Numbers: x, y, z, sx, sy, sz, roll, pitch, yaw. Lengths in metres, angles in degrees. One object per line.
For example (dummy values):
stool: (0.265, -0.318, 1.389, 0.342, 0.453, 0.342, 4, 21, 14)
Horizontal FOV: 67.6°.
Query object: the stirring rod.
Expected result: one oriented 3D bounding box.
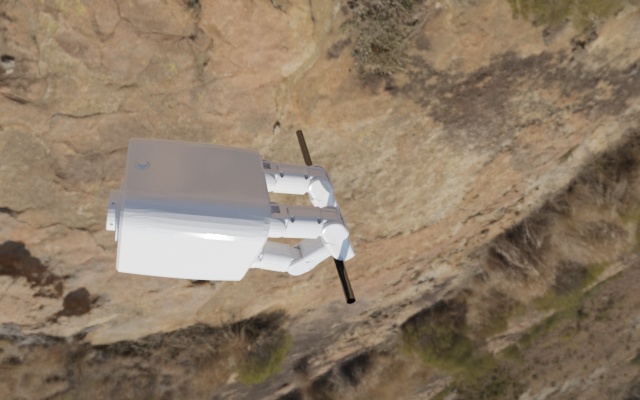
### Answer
stirring rod: (0.000, 0.002, 0.479, 0.011, 0.011, 0.239, 0, 43, -17)
